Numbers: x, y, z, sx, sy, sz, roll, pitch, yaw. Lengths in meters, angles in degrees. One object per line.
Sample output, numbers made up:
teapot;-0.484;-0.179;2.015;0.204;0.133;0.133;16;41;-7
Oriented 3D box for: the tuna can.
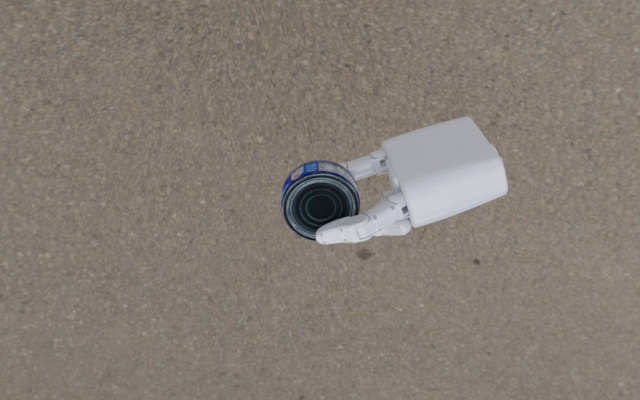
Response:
tuna can;0.000;0.002;0.518;0.086;0.086;0.033;0;28;-2
